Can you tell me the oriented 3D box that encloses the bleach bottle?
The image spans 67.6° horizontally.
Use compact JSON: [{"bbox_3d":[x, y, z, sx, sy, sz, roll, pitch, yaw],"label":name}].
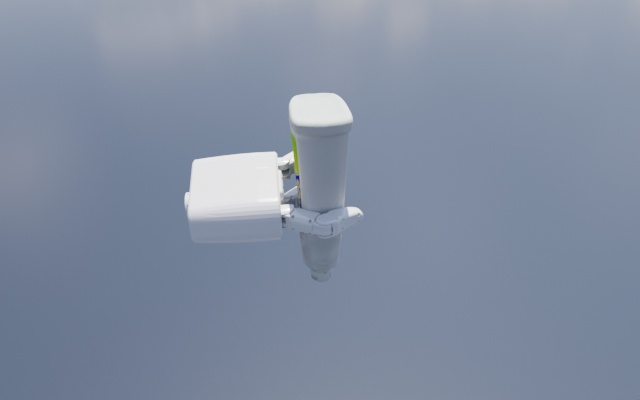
[{"bbox_3d":[0.000,0.002,0.595,0.068,0.251,0.102,-4,31,-6],"label":"bleach bottle"}]
